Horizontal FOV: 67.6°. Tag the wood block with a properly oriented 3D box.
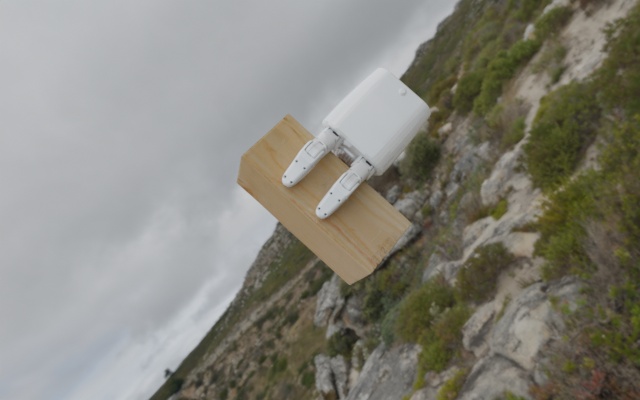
[{"bbox_3d":[0.000,0.002,0.616,0.206,0.090,0.091,42,-22,3],"label":"wood block"}]
